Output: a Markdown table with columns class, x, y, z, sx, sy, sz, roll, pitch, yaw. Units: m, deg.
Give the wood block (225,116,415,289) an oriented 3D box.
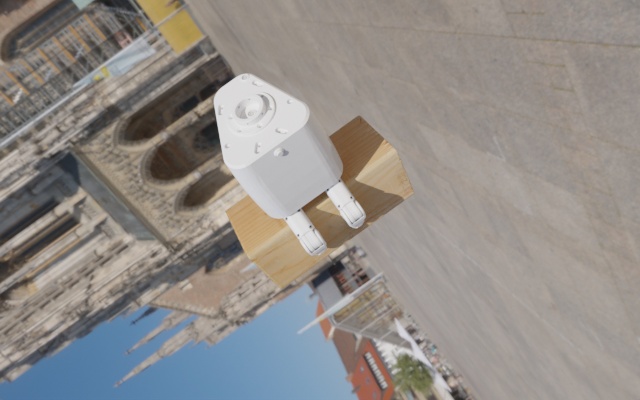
| class | x | y | z | sx | sy | sz | roll | pitch | yaw |
| --- | --- | --- | --- | --- | --- | --- | --- | --- | --- |
| wood block | 0.000 | 0.002 | 0.595 | 0.206 | 0.090 | 0.090 | -35 | -43 | -1 |
